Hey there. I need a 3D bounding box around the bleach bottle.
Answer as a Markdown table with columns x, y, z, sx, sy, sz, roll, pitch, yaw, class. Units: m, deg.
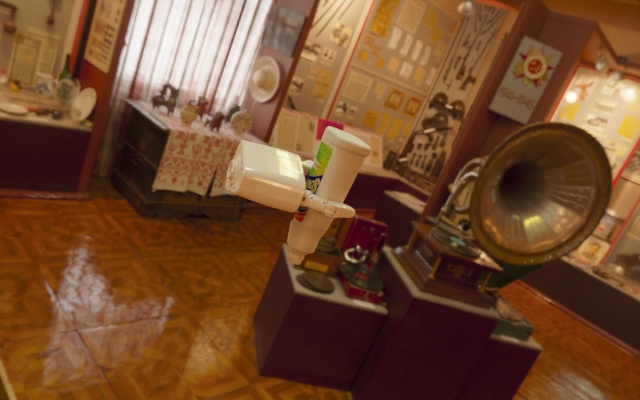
| x | y | z | sx | sy | sz | roll | pitch | yaw | class |
| --- | --- | --- | --- | --- | --- | --- | --- | --- | --- |
| 0.000 | 0.003 | 0.837 | 0.068 | 0.251 | 0.102 | 16 | 17 | -23 | bleach bottle |
